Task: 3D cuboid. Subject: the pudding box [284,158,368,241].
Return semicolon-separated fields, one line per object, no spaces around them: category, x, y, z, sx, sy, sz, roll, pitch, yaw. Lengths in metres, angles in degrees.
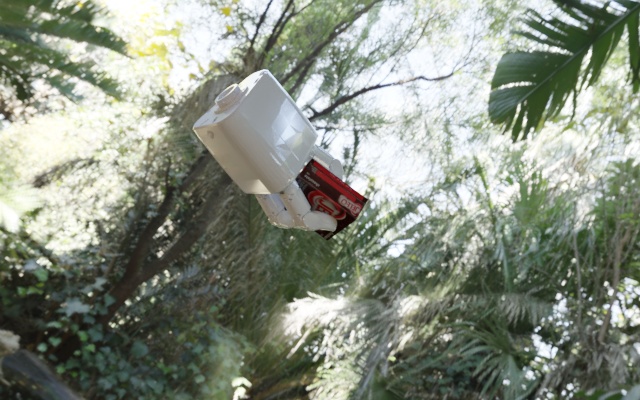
pudding box;0.000;0.002;0.631;0.090;0.039;0.113;37;-24;-3
